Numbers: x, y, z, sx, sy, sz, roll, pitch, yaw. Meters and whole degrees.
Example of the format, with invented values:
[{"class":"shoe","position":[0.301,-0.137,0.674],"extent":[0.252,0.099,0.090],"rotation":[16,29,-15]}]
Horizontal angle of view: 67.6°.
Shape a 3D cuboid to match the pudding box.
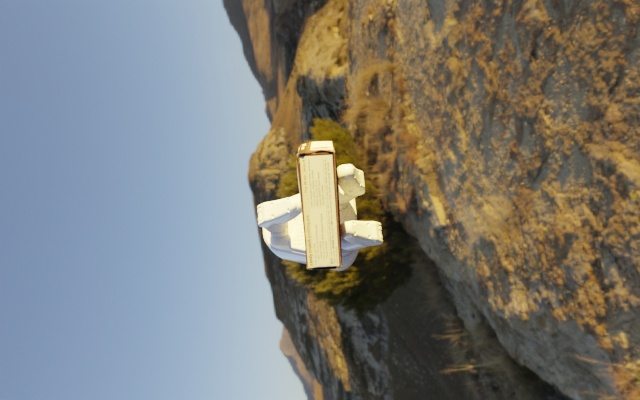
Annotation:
[{"class":"pudding box","position":[0.000,0.002,0.473],"extent":[0.039,0.113,0.090],"rotation":[-6,13,0]}]
